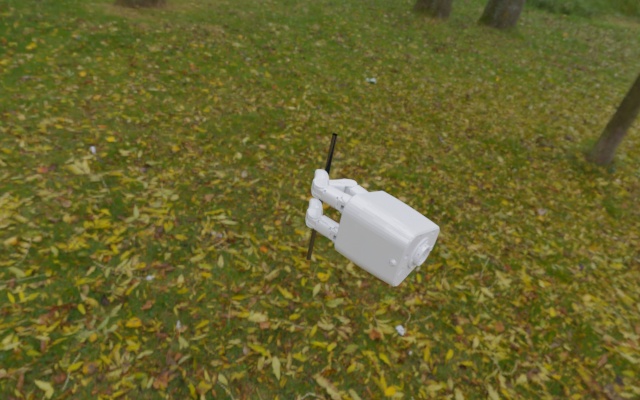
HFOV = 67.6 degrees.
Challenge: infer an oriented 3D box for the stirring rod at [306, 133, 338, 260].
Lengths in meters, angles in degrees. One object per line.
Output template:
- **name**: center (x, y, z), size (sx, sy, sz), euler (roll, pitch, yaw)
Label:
- **stirring rod**: center (0.000, 0.003, 0.759), size (0.011, 0.240, 0.011), euler (8, 34, -6)
